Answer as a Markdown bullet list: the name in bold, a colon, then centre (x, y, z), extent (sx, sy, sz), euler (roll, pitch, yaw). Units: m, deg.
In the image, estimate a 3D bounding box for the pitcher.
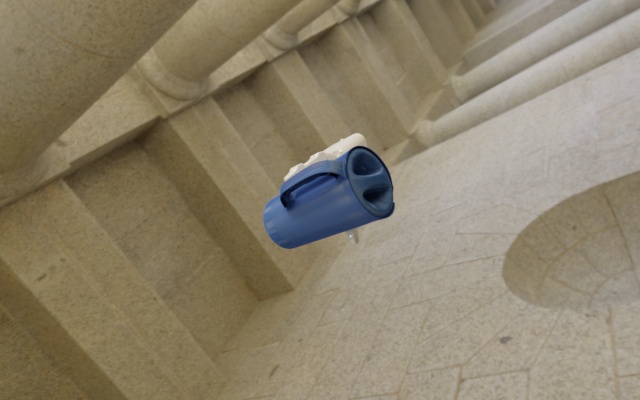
- **pitcher**: centre (0.000, 0.003, 0.872), extent (0.243, 0.149, 0.145), euler (-26, 12, 38)
